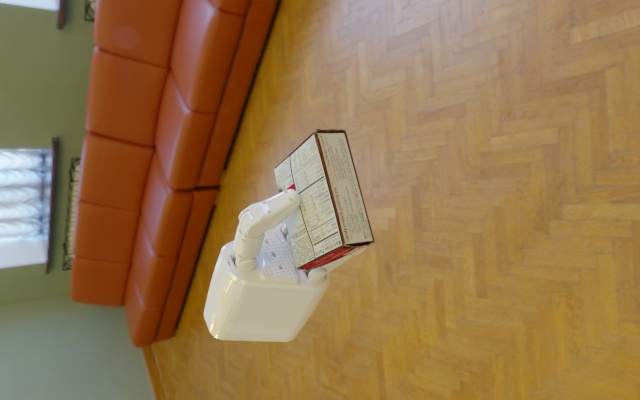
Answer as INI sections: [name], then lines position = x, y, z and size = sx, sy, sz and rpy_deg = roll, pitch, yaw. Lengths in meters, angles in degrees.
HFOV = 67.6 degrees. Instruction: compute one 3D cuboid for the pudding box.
[pudding box]
position = 0.000, 0.002, 0.454
size = 0.039, 0.113, 0.090
rpy_deg = -5, -16, -35
